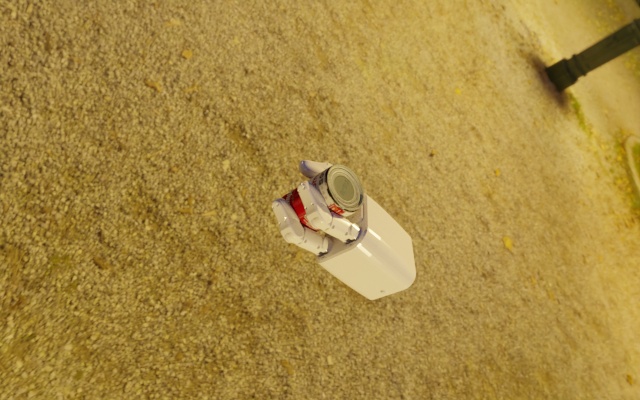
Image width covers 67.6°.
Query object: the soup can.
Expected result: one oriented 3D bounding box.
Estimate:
[{"bbox_3d":[0.000,0.002,0.638,0.068,0.068,0.102,0,-22,-44],"label":"soup can"}]
